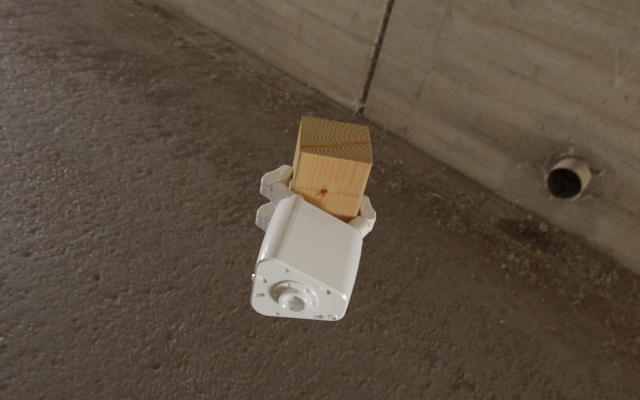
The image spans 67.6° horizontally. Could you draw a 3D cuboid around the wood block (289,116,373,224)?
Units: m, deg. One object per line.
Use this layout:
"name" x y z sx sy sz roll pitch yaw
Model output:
"wood block" 0.000 0.002 0.652 0.091 0.206 0.090 9 38 -7
